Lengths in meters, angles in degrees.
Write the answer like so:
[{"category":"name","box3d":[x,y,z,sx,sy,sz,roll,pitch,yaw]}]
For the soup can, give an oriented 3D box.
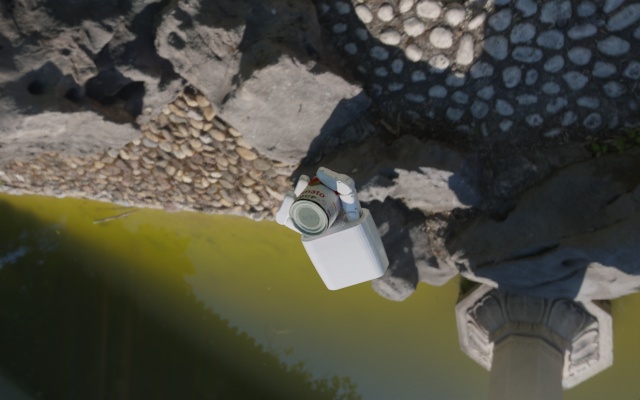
[{"category":"soup can","box3d":[0.000,0.002,0.754,0.068,0.068,0.102,0,30,26]}]
